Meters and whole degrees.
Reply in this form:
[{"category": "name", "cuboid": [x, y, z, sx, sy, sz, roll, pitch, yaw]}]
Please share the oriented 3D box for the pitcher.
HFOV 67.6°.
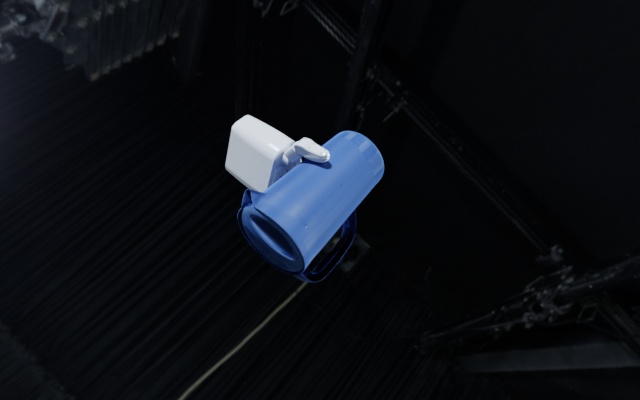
[{"category": "pitcher", "cuboid": [0.000, 0.002, 0.770, 0.145, 0.149, 0.242, 33, 57, 21]}]
